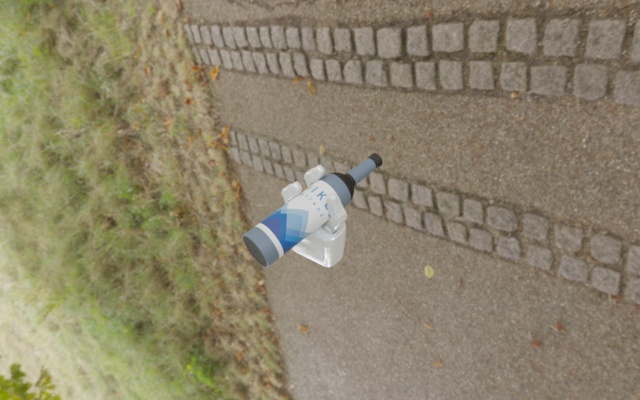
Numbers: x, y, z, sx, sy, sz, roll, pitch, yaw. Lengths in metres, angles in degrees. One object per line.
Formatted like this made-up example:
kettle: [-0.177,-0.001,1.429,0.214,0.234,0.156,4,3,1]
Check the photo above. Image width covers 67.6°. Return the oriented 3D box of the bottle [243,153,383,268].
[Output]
bottle: [0.000,0.003,0.840,0.295,0.069,0.069,-37,17,-24]
